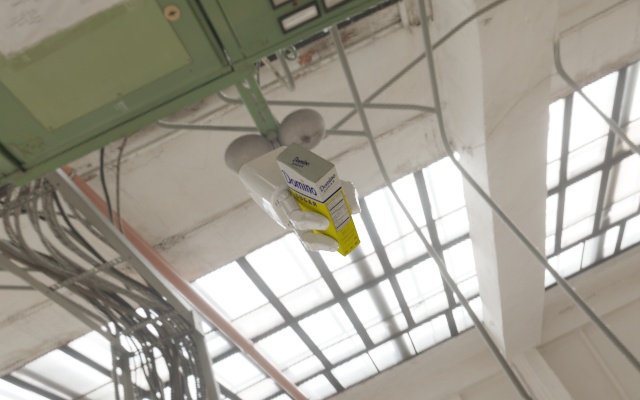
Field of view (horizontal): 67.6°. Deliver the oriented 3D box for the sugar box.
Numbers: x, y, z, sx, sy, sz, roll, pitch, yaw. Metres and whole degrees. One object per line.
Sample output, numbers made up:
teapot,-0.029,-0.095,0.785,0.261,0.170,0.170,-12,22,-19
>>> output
sugar box,0.000,0.003,0.717,0.093,0.048,0.176,33,-21,40
